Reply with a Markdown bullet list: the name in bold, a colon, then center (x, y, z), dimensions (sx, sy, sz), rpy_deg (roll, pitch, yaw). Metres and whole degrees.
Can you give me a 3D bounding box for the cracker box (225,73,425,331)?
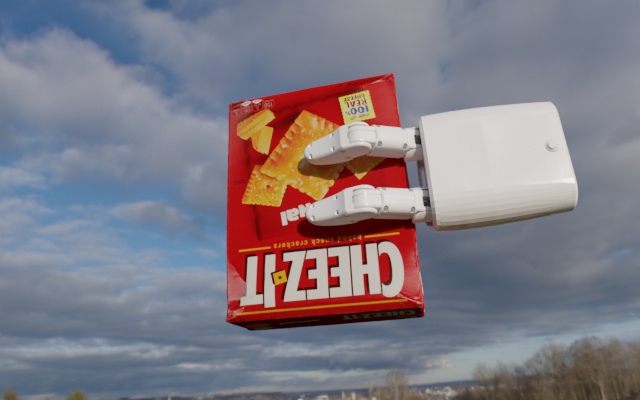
- **cracker box**: center (0.000, 0.001, 0.437), dimensions (0.164, 0.213, 0.072), rpy_deg (-7, -22, 10)
